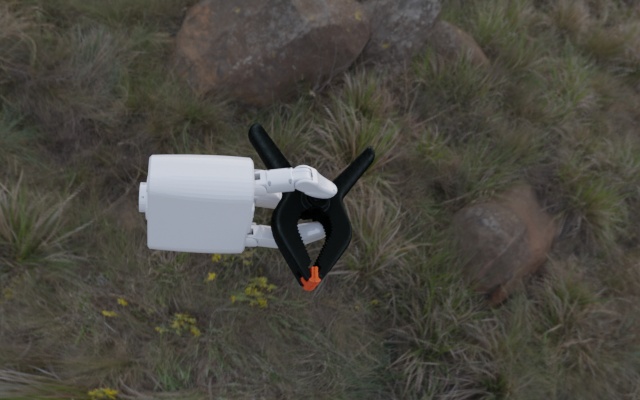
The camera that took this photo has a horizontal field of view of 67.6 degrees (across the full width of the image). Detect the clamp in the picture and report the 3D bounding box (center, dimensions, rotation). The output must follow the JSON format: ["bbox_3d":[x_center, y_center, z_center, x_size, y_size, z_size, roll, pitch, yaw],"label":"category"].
[{"bbox_3d":[0.000,0.002,0.563,0.164,0.209,0.036,3,-30,-17],"label":"clamp"}]
